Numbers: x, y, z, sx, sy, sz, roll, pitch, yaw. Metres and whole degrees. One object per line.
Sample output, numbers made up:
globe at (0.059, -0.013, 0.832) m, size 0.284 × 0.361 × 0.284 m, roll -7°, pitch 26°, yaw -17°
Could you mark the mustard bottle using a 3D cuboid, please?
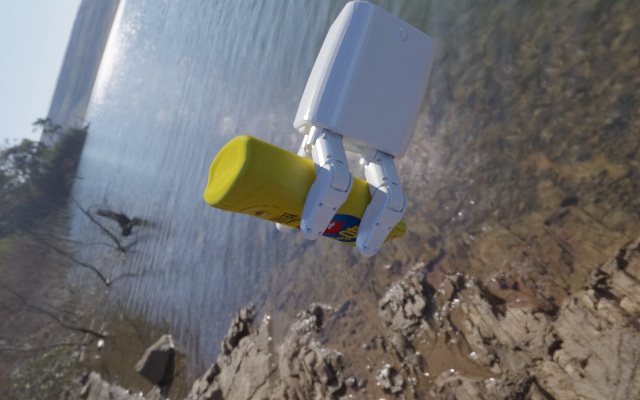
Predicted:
mustard bottle at (0.000, 0.002, 0.432) m, size 0.192 × 0.058 × 0.096 m, roll 18°, pitch -22°, yaw -28°
